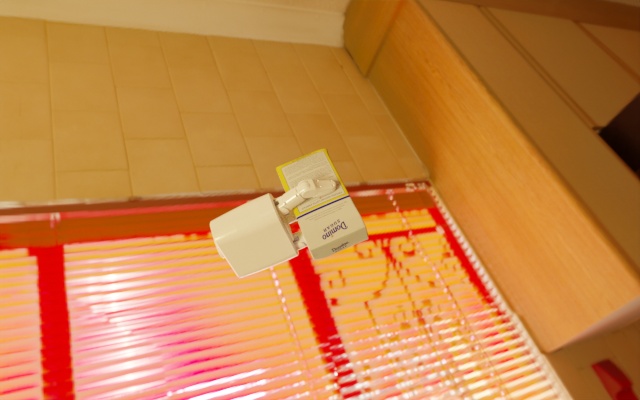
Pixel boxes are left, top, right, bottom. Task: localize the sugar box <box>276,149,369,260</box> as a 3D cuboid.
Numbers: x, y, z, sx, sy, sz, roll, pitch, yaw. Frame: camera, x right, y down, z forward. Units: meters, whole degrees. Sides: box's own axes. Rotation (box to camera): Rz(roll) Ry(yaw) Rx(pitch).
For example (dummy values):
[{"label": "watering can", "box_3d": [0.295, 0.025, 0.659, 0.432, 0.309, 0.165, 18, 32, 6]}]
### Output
[{"label": "sugar box", "box_3d": [0.000, 0.003, 0.765, 0.093, 0.176, 0.048, -23, -33, -2]}]
